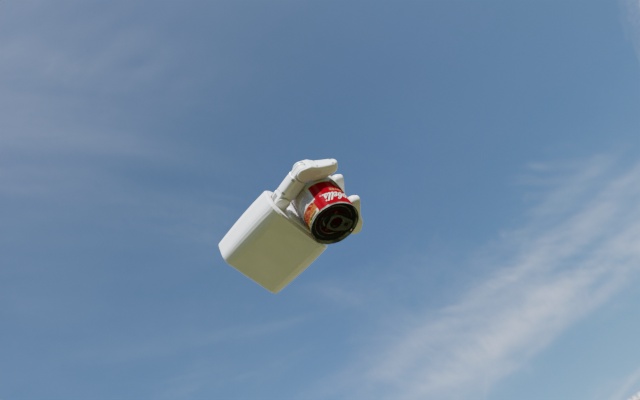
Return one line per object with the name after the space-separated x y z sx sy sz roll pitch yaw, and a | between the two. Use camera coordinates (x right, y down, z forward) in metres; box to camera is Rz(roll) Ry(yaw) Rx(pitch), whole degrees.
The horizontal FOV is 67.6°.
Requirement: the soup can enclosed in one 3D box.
0.000 0.002 0.653 0.068 0.068 0.102 0 35 -27 | soup can
